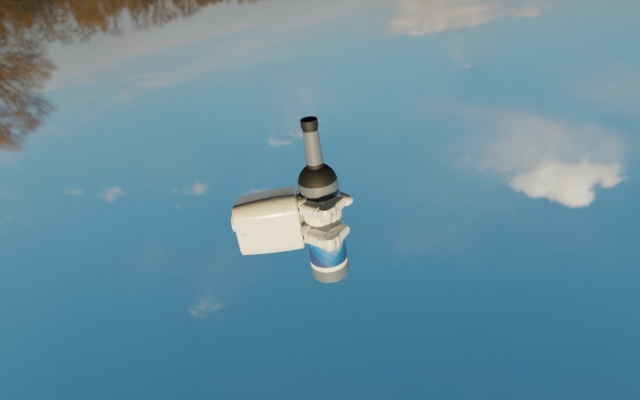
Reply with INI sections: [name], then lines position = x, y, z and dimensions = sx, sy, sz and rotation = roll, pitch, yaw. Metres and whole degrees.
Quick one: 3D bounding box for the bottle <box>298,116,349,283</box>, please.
[bottle]
position = 0.000, 0.003, 0.802
dimensions = 0.069, 0.296, 0.069
rotation = -6, 29, 4
